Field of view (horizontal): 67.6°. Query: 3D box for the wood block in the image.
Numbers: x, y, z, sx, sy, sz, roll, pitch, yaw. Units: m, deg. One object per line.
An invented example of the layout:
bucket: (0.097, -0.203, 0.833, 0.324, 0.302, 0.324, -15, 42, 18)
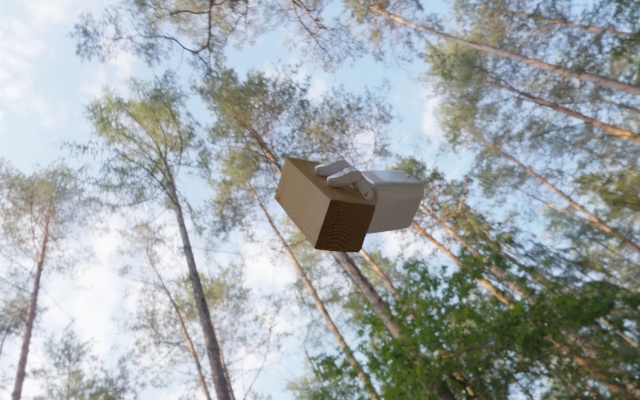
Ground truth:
wood block: (0.000, 0.003, 0.854, 0.090, 0.091, 0.206, 8, 20, -28)
